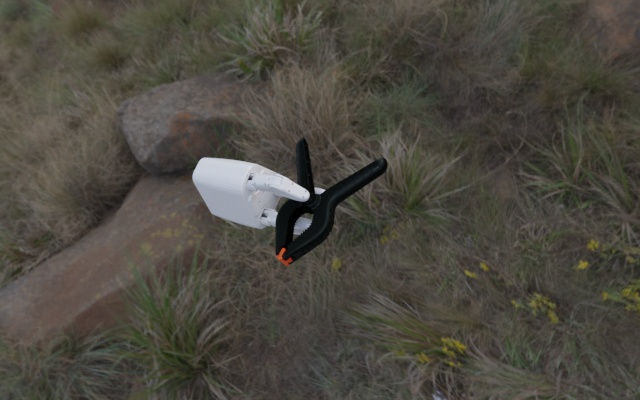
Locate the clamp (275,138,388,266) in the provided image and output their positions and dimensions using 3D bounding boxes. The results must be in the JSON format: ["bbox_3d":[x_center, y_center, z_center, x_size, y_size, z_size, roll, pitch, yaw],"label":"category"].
[{"bbox_3d":[-0.001,0.002,0.718,0.164,0.210,0.036,10,-23,30],"label":"clamp"}]
